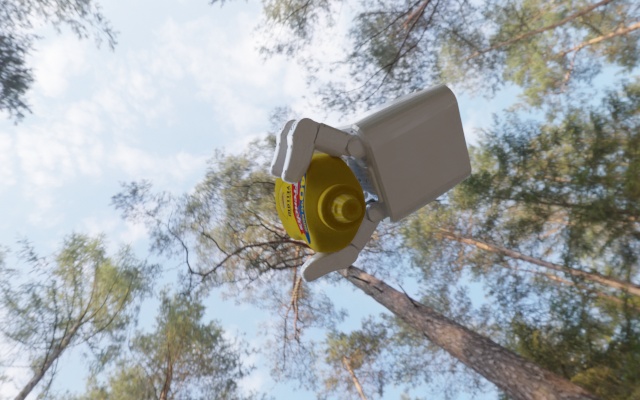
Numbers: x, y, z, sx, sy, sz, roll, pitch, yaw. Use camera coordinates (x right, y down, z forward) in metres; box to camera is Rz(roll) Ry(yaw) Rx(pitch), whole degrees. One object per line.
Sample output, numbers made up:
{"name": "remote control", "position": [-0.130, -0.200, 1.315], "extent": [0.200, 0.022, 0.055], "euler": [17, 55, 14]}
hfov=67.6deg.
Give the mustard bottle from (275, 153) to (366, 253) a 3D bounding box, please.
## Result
{"name": "mustard bottle", "position": [0.000, 0.002, 0.478], "extent": [0.058, 0.096, 0.191], "euler": [-3, 5, -16]}
